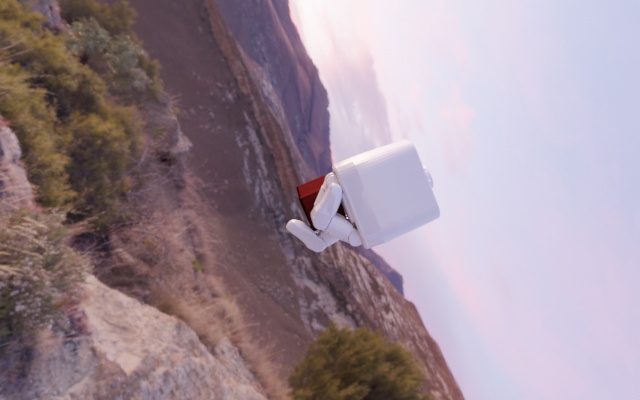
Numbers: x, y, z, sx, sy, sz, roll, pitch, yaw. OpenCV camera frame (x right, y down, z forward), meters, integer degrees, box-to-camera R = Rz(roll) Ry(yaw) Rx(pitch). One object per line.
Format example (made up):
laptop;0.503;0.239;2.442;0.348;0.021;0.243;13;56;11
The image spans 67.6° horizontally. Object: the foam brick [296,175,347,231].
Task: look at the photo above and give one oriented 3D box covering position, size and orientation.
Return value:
foam brick;0.000;0.002;0.679;0.051;0.053;0.078;-23;16;0
